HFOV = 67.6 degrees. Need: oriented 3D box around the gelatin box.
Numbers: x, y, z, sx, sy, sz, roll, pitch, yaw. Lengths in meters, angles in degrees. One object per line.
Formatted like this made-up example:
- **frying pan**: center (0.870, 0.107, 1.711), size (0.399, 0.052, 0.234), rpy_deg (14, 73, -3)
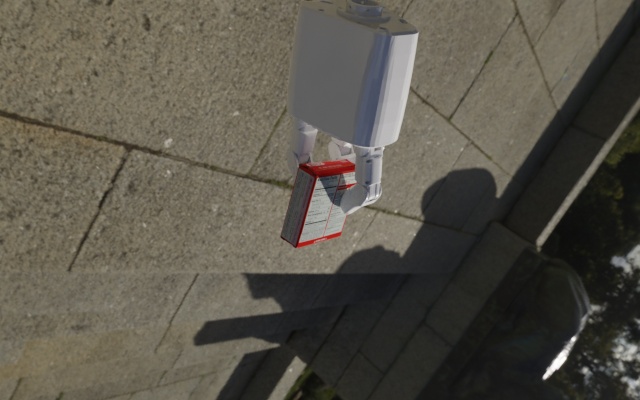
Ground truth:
- **gelatin box**: center (0.000, 0.002, 0.514), size (0.030, 0.089, 0.073), rpy_deg (32, 28, 34)
